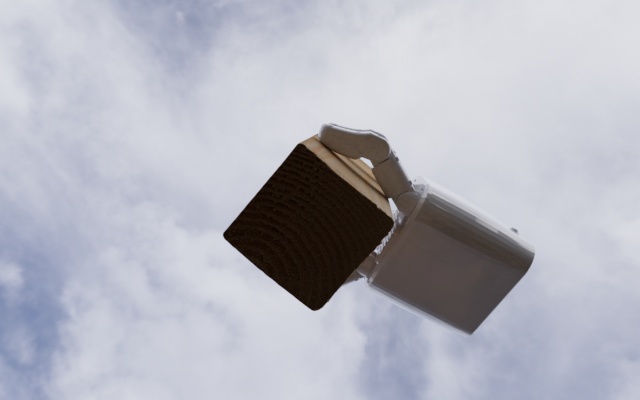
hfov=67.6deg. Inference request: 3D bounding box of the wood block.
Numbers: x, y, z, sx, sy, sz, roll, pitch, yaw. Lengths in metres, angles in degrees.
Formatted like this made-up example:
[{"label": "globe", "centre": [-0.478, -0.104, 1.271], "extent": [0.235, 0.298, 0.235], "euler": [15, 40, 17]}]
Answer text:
[{"label": "wood block", "centre": [0.000, 0.002, 0.430], "extent": [0.090, 0.091, 0.206], "euler": [40, 11, -3]}]
